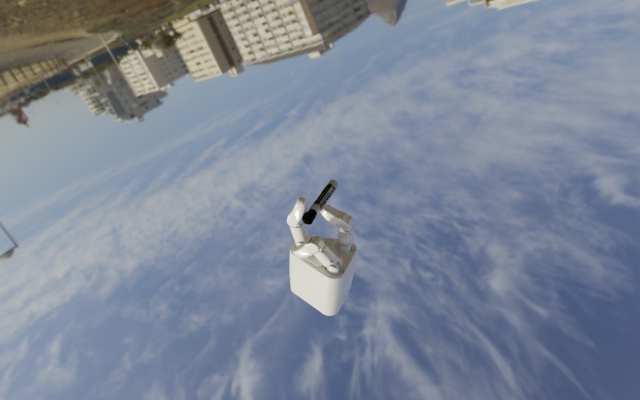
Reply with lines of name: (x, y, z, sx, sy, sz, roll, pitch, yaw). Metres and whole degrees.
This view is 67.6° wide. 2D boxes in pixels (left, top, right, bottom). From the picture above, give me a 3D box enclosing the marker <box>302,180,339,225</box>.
marker: (0.000, 0.003, 0.818, 0.020, 0.020, 0.121, 0, 33, 28)
